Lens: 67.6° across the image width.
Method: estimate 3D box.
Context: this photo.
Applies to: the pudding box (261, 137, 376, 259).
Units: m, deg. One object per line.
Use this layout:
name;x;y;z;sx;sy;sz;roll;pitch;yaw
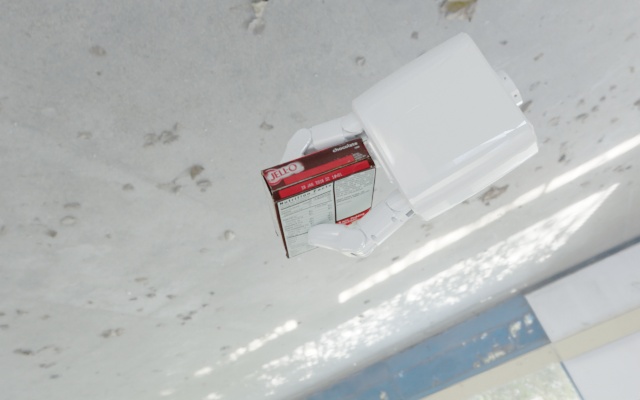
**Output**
pudding box;0.000;0.002;0.429;0.090;0.039;0.114;-19;-31;-9
